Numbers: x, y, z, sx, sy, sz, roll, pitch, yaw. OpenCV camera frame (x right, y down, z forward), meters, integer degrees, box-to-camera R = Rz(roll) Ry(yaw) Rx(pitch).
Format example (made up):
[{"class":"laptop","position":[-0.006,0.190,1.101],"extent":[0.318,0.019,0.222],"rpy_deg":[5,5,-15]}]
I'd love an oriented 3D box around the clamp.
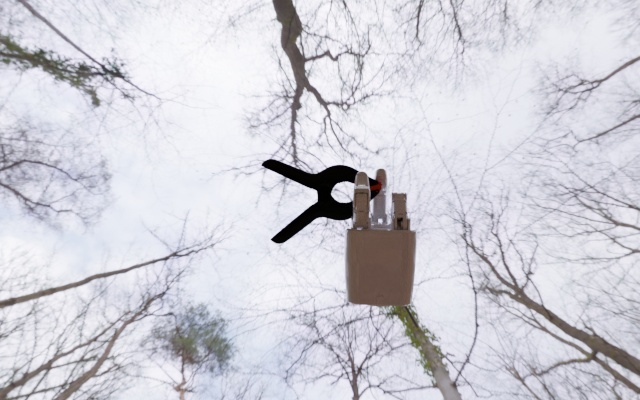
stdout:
[{"class":"clamp","position":[0.000,0.002,0.677],"extent":[0.171,0.120,0.039],"rpy_deg":[1,4,4]}]
